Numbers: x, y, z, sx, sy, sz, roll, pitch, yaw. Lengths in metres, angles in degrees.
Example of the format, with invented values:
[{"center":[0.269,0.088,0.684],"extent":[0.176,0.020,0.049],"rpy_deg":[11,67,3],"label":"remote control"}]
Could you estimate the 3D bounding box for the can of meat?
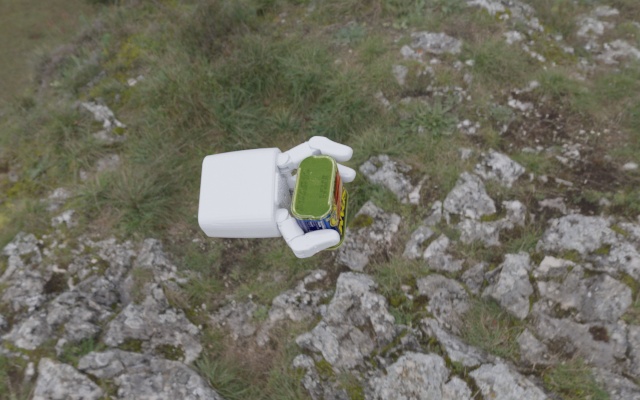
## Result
[{"center":[0.000,0.002,0.631],"extent":[0.057,0.102,0.084],"rpy_deg":[-1,-32,14],"label":"can of meat"}]
